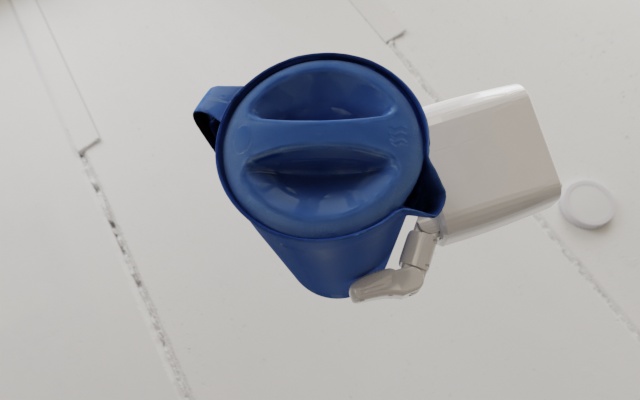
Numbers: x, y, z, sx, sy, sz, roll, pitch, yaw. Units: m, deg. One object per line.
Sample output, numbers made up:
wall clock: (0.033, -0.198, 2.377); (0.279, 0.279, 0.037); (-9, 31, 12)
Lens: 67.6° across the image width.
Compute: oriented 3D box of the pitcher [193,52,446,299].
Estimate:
pitcher: (0.000, 0.001, 0.400); (0.145, 0.149, 0.243); (-18, -23, -3)
